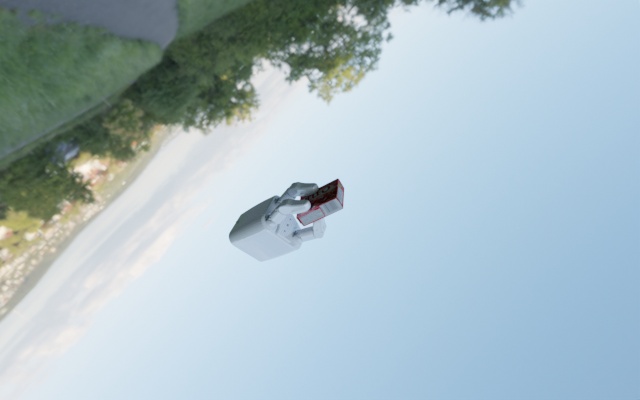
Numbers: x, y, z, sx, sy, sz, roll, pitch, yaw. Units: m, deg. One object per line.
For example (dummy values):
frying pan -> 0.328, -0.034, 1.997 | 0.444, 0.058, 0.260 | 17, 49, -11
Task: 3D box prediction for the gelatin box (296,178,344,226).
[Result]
gelatin box -> 0.001, 0.003, 0.898 | 0.089, 0.030, 0.073 | -25, 26, 19
